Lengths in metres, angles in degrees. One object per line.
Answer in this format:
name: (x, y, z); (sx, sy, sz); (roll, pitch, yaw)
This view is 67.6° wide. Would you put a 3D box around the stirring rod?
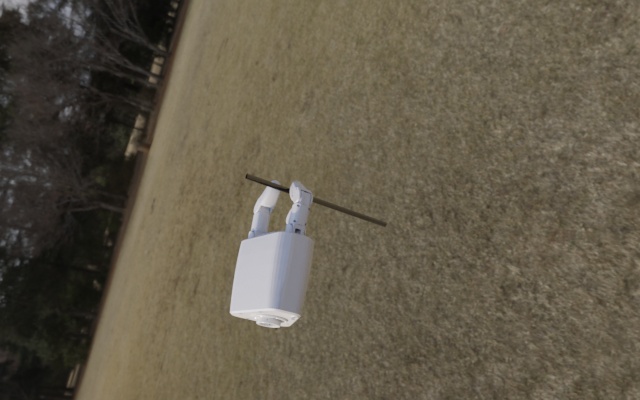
stirring rod: (0.000, 0.002, 0.718); (0.239, 0.011, 0.011); (19, -8, -24)
